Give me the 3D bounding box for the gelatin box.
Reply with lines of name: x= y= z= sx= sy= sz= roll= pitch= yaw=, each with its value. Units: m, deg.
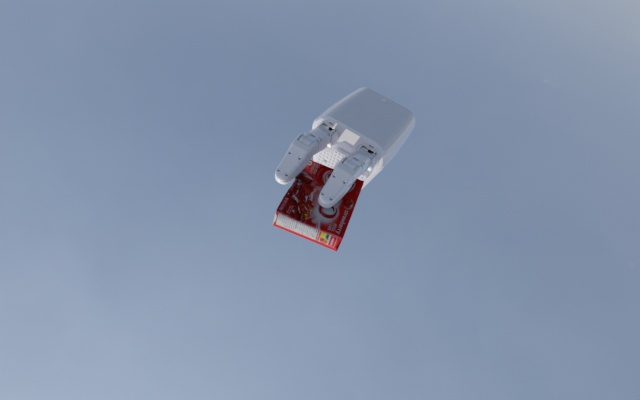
gelatin box: x=0.000 y=0.002 z=0.512 sx=0.073 sy=0.089 sz=0.030 roll=23 pitch=-41 yaw=3
